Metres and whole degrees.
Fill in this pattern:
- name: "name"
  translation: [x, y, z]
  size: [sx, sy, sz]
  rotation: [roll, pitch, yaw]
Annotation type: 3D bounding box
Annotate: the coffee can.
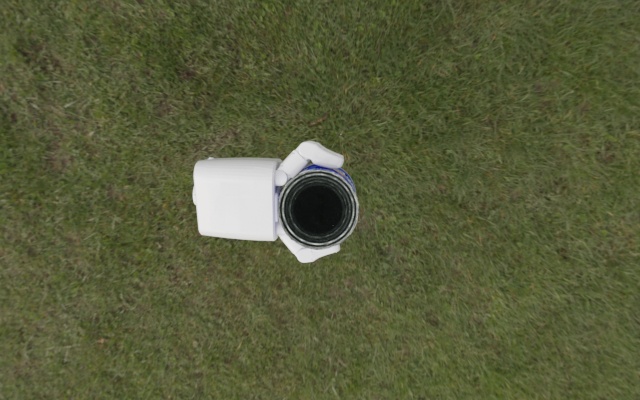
- name: "coffee can"
  translation: [0.000, 0.002, 0.663]
  size: [0.103, 0.103, 0.140]
  rotation: [0, 8, 3]
